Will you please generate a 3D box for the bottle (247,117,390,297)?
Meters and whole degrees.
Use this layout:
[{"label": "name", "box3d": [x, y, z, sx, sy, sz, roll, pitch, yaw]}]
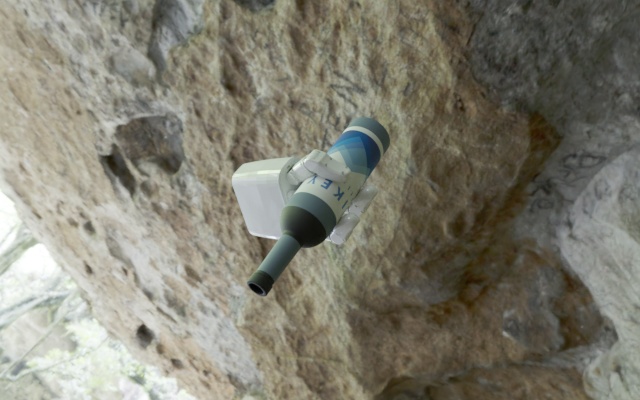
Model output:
[{"label": "bottle", "box3d": [0.000, 0.002, 0.618, 0.069, 0.069, 0.295, 0, 41, 41]}]
